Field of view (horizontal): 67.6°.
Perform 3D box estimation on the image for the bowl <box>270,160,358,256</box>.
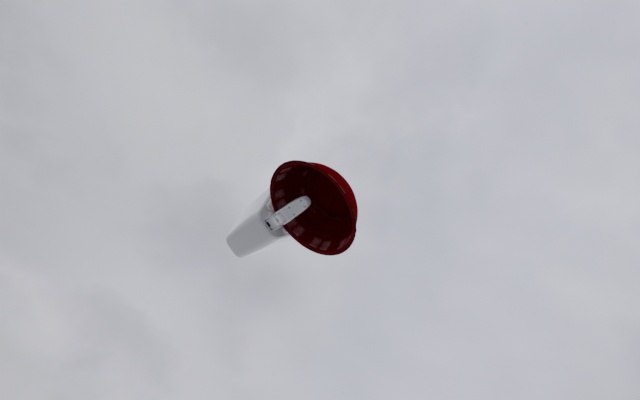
[{"bbox_3d":[0.001,0.002,0.731,0.162,0.162,0.055,0,27,42],"label":"bowl"}]
